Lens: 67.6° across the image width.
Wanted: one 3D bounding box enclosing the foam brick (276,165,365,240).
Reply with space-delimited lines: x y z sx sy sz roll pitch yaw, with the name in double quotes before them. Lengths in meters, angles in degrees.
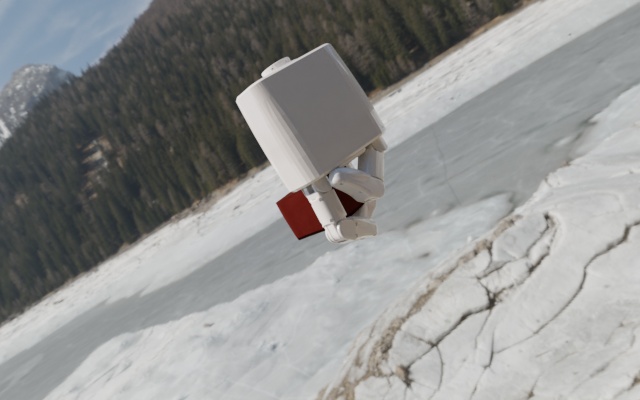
"foam brick" 0.000 0.002 0.523 0.078 0.051 0.053 -24 12 47
